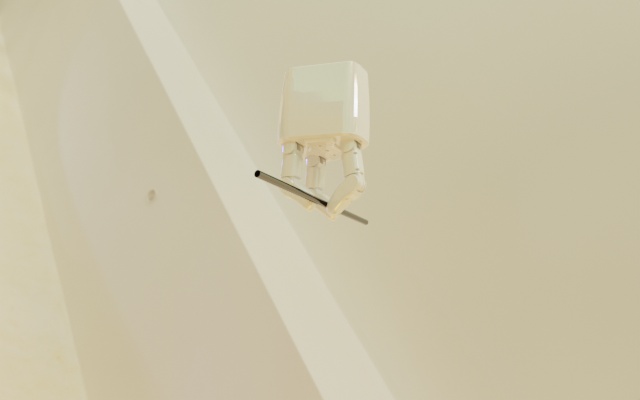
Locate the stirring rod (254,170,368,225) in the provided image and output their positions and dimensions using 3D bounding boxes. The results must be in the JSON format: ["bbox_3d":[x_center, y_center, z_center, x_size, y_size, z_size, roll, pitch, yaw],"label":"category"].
[{"bbox_3d":[0.000,0.002,0.585,0.011,0.011,0.239,0,-14,34],"label":"stirring rod"}]
